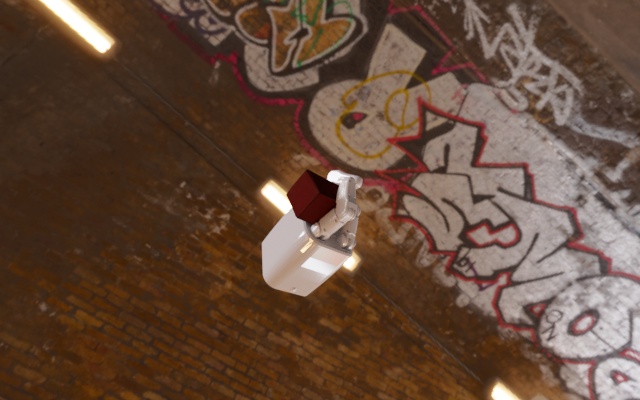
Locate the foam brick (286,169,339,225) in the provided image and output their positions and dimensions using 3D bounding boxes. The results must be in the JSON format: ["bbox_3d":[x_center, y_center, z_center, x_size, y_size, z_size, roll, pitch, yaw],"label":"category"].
[{"bbox_3d":[0.000,0.002,0.676,0.078,0.051,0.053,25,28,-41],"label":"foam brick"}]
